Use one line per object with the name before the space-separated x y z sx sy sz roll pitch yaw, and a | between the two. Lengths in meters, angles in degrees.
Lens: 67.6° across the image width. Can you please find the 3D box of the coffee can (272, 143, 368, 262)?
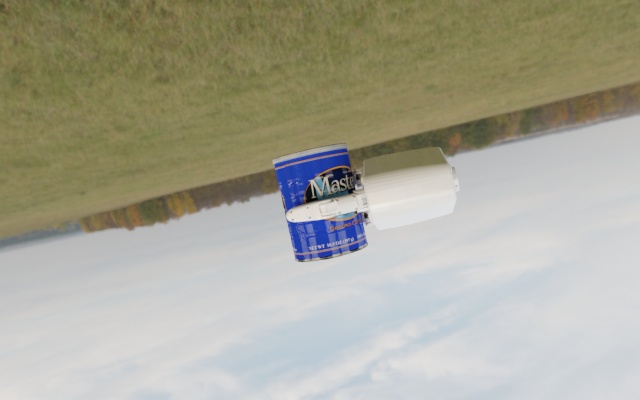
coffee can | 0.000 0.002 0.646 0.103 0.140 0.103 -12 3 1
